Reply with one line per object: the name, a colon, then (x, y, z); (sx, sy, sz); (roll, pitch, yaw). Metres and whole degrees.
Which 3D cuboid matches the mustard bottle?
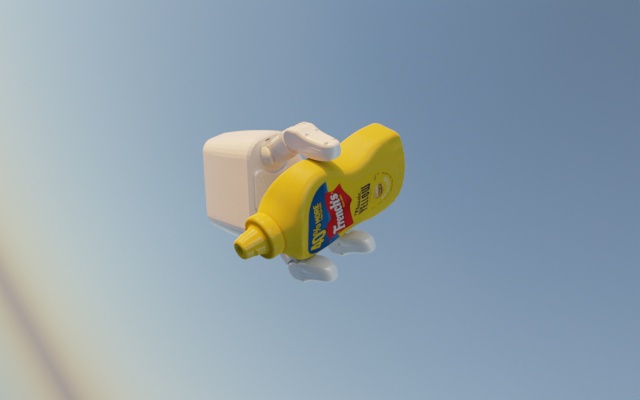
mustard bottle: (0.000, 0.001, 0.452); (0.191, 0.096, 0.058); (-30, 49, -34)
